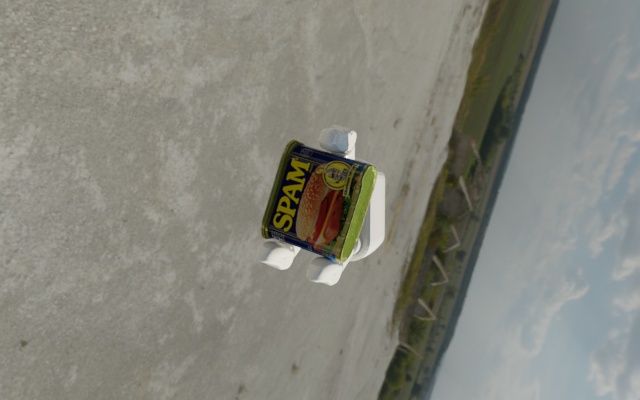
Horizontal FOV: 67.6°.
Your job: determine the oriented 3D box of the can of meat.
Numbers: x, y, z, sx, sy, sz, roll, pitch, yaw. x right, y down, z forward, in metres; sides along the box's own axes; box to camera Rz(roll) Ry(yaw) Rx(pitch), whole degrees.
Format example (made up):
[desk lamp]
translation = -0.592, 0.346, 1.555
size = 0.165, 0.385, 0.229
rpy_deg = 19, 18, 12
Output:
[can of meat]
translation = 0.000, 0.002, 0.465
size = 0.084, 0.102, 0.057
rpy_deg = 18, 3, 18
